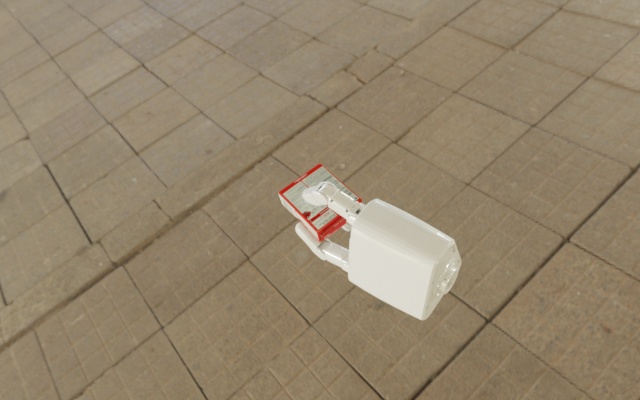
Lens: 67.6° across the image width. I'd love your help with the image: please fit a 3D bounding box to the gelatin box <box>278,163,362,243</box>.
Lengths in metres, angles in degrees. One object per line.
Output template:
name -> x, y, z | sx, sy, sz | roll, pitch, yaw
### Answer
gelatin box -> 0.000, 0.002, 0.628 | 0.073, 0.089, 0.030 | -37, -32, -16
